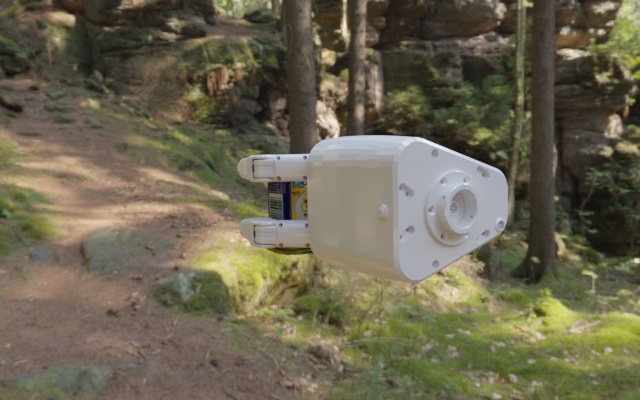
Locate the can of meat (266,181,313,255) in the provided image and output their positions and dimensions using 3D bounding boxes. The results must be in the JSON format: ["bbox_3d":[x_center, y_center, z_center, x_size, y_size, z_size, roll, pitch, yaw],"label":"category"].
[{"bbox_3d":[0.000,0.001,0.444,0.102,0.084,0.057,-4,6,-27],"label":"can of meat"}]
